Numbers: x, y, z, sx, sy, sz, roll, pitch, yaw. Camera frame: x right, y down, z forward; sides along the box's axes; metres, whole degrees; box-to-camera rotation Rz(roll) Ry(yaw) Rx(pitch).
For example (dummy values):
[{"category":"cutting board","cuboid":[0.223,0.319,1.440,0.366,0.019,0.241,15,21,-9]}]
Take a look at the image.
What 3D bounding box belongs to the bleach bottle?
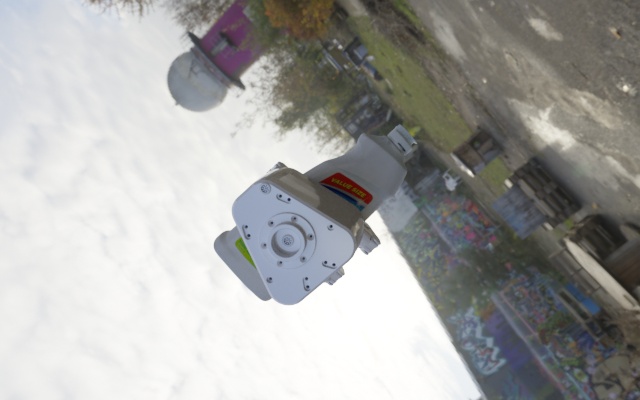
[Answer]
[{"category":"bleach bottle","cuboid":[0.000,0.002,0.551,0.251,0.102,0.068,-42,2,10]}]
